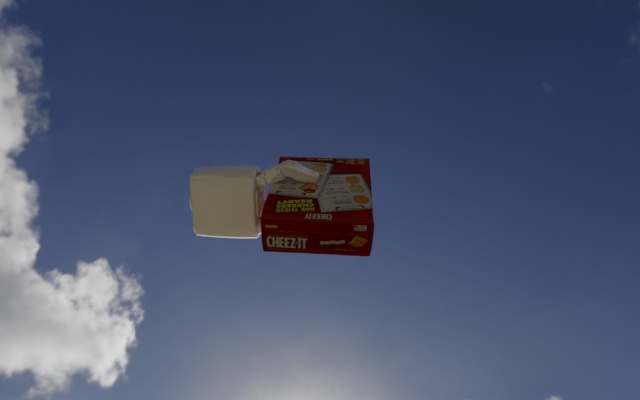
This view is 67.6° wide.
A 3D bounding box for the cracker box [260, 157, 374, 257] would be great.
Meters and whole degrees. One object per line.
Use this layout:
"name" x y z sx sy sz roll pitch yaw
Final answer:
"cracker box" 0.000 0.002 0.779 0.164 0.072 0.213 2 30 3
